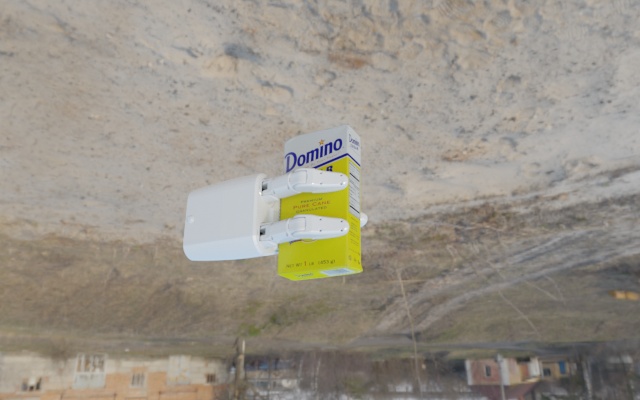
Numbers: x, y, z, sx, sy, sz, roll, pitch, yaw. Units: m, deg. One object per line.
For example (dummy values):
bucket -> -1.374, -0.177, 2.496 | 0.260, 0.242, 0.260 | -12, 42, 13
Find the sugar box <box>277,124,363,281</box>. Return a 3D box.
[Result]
sugar box -> 0.000, 0.002, 0.570 | 0.093, 0.176, 0.048 | -11, -22, 26
